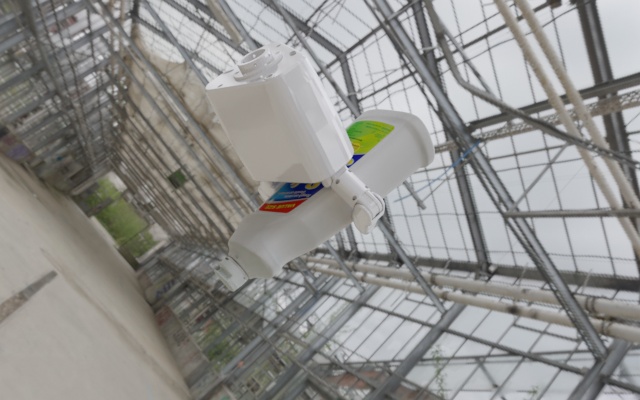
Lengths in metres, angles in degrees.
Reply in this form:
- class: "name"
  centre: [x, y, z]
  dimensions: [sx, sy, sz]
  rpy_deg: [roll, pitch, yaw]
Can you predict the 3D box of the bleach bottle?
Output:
- class: "bleach bottle"
  centre: [0.000, 0.002, 0.494]
  dimensions: [0.250, 0.068, 0.102]
  rpy_deg: [-41, 34, -20]
